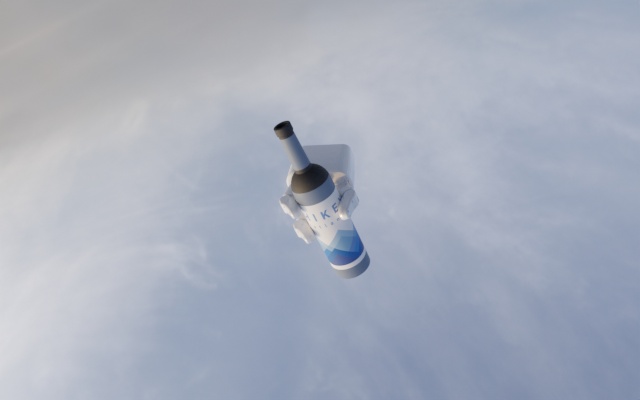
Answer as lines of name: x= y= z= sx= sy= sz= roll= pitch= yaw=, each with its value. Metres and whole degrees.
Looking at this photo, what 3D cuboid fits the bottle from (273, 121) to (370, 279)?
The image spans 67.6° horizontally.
bottle: x=0.000 y=0.003 z=0.778 sx=0.069 sy=0.296 sz=0.069 roll=-20 pitch=31 yaw=12
